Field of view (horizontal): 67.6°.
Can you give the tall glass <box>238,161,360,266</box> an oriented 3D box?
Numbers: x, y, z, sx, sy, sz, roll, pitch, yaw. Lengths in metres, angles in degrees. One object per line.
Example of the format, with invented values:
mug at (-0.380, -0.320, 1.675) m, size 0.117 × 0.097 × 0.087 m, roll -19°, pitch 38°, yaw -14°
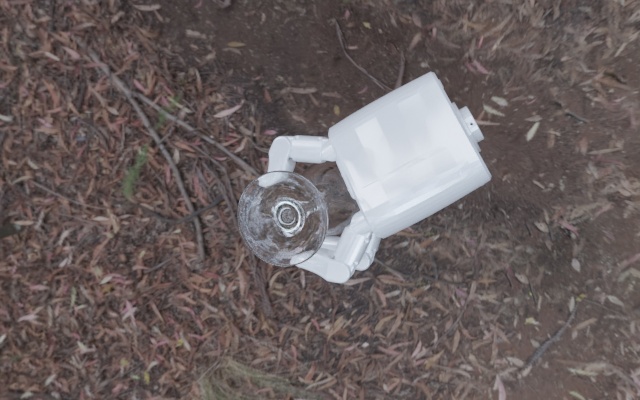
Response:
tall glass at (0.000, 0.002, 0.457) m, size 0.079 × 0.079 × 0.201 m, roll 0°, pitch 7°, yaw 17°
